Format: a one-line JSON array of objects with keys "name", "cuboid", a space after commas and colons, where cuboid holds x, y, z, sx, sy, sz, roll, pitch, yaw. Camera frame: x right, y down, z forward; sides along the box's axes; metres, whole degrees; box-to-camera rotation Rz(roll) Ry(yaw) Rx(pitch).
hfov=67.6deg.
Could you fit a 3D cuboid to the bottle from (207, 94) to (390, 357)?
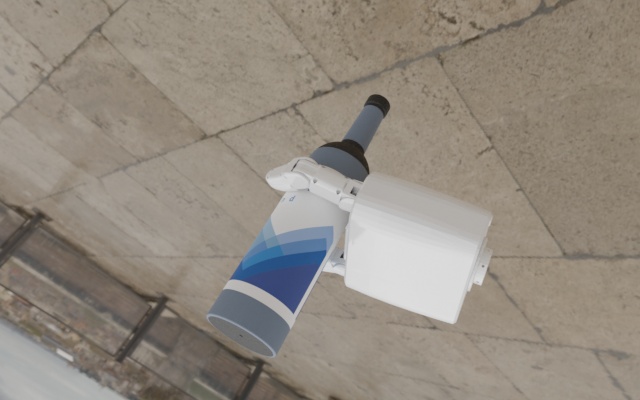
[{"name": "bottle", "cuboid": [0.000, 0.002, 0.463, 0.069, 0.295, 0.069, 23, -30, 14]}]
